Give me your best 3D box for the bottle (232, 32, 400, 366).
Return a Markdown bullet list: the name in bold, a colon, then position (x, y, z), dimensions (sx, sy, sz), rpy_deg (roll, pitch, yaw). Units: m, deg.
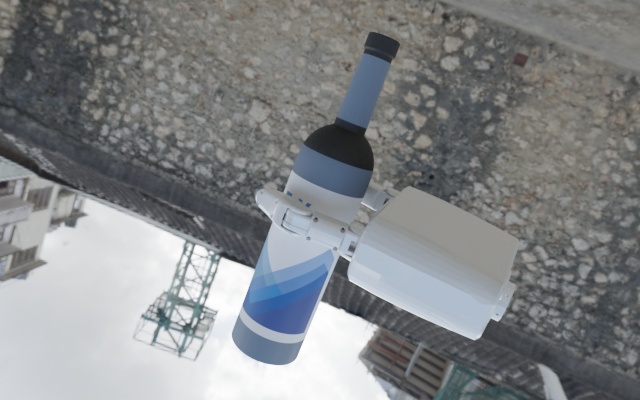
- **bottle**: position (0.000, 0.002, 0.420), dimensions (0.069, 0.296, 0.069), rpy_deg (20, 12, -5)
